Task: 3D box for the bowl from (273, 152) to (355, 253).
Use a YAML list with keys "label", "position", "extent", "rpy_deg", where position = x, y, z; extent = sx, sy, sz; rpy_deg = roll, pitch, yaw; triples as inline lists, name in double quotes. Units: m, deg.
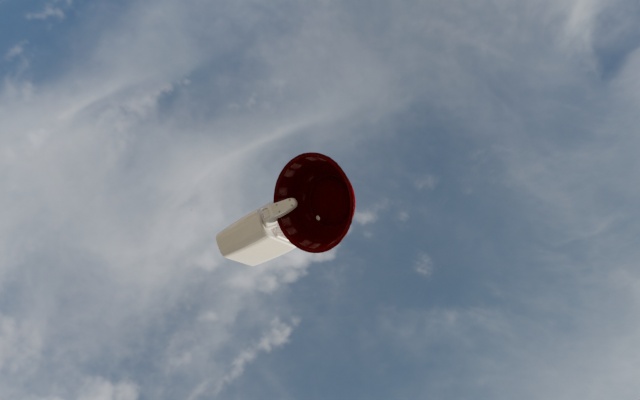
- label: "bowl"
  position: [0.001, 0.002, 0.780]
  extent: [0.162, 0.162, 0.055]
  rpy_deg: [0, 3, 37]
